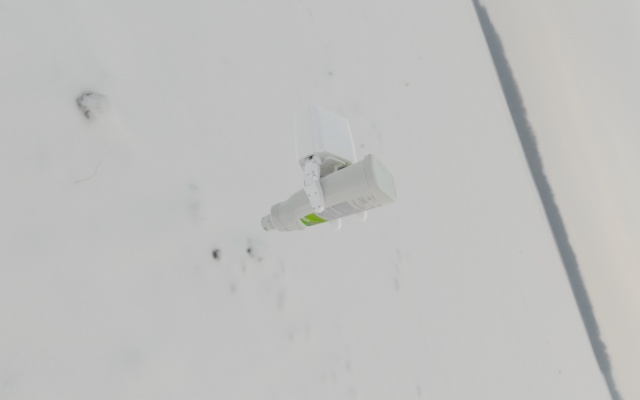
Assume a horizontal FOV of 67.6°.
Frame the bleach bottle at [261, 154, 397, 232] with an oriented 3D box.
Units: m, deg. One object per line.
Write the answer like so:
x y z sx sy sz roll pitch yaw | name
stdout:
0.000 0.003 0.834 0.251 0.068 0.103 -20 -30 24 | bleach bottle
